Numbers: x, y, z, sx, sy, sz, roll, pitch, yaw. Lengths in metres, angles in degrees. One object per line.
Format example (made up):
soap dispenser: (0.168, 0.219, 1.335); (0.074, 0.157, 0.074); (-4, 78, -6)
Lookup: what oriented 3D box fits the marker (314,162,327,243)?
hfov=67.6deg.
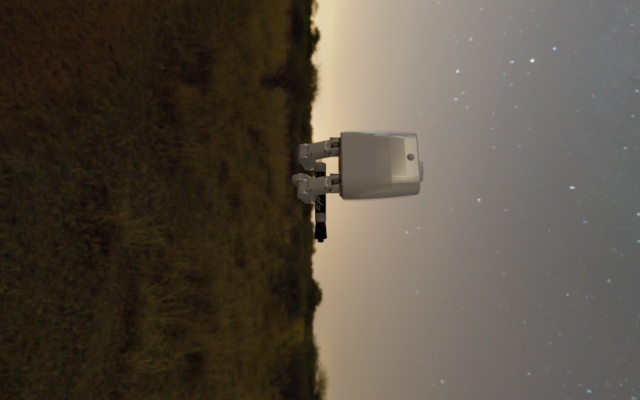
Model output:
marker: (0.000, 0.002, 0.705); (0.020, 0.121, 0.020); (0, -17, 0)
